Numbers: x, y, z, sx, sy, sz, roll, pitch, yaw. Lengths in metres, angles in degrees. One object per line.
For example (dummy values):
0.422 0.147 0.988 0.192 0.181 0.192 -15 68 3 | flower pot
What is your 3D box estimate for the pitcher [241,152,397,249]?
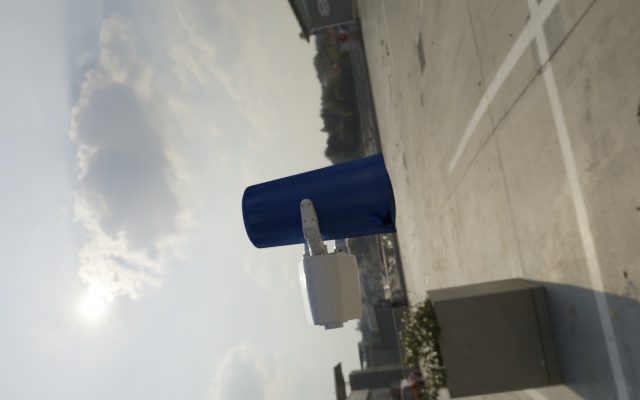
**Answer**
0.000 0.003 0.797 0.243 0.145 0.149 -10 -12 6 | pitcher
